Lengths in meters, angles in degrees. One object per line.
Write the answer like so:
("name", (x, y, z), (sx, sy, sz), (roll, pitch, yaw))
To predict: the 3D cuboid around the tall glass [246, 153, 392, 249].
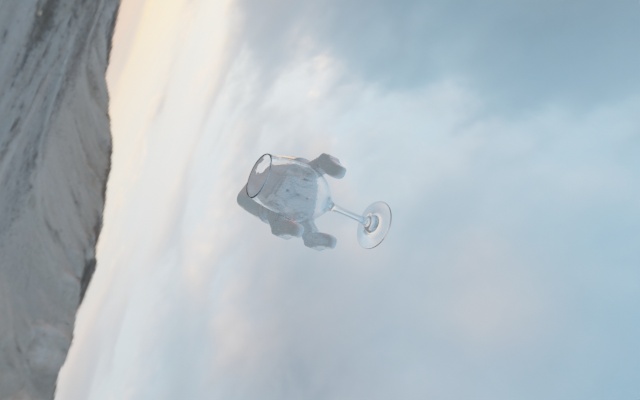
("tall glass", (0.001, 0.002, 0.657), (0.201, 0.079, 0.079), (23, -12, -30))
